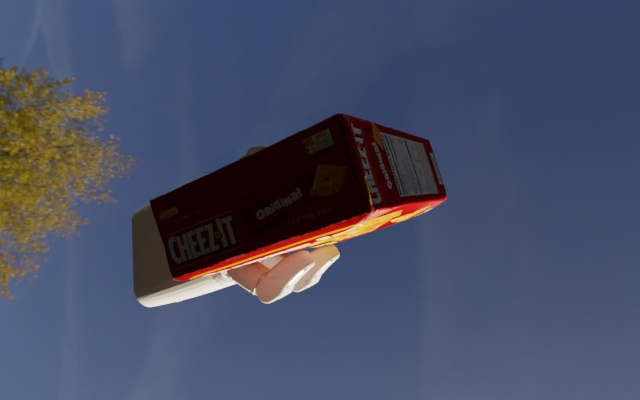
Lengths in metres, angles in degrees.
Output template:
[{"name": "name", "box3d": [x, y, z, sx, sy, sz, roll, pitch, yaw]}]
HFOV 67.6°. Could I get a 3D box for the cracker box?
[{"name": "cracker box", "box3d": [0.000, 0.001, 0.401, 0.164, 0.072, 0.213, -21, -7, 26]}]
